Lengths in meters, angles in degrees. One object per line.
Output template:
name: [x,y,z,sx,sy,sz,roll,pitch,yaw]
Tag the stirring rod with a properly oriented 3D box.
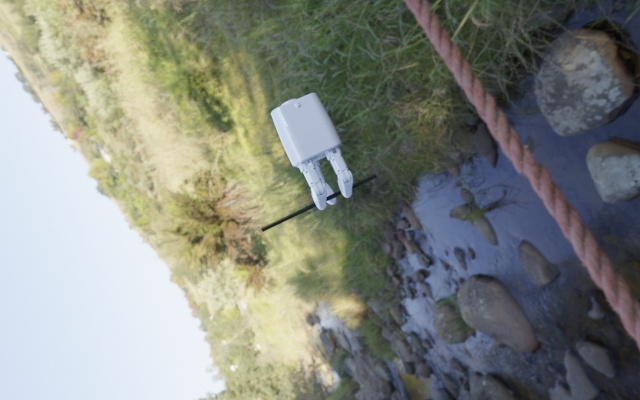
stirring rod: [0.000,0.003,0.887,0.239,0.011,0.011,-26,6,-13]
